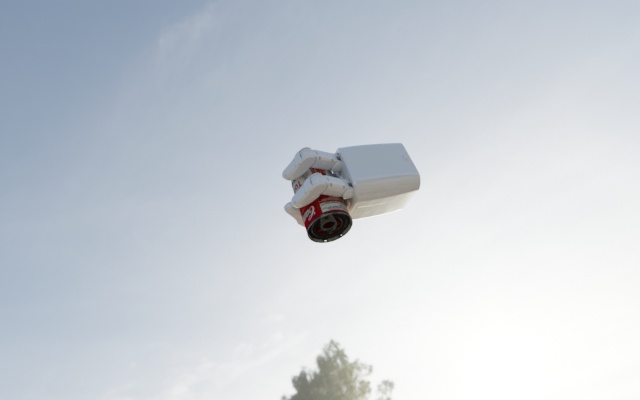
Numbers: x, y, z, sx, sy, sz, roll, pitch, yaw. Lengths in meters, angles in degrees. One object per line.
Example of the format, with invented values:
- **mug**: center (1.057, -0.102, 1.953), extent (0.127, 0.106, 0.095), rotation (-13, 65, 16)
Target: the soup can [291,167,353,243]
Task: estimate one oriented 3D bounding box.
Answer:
- **soup can**: center (0.000, 0.002, 0.707), extent (0.068, 0.102, 0.069), rotation (-12, -38, -10)
